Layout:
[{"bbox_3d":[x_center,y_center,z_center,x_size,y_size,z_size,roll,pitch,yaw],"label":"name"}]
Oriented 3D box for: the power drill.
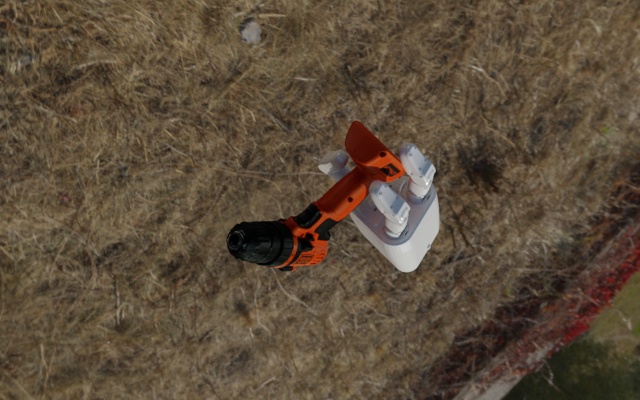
[{"bbox_3d":[0.001,0.001,0.528,0.188,0.057,0.184,-45,-20,12],"label":"power drill"}]
